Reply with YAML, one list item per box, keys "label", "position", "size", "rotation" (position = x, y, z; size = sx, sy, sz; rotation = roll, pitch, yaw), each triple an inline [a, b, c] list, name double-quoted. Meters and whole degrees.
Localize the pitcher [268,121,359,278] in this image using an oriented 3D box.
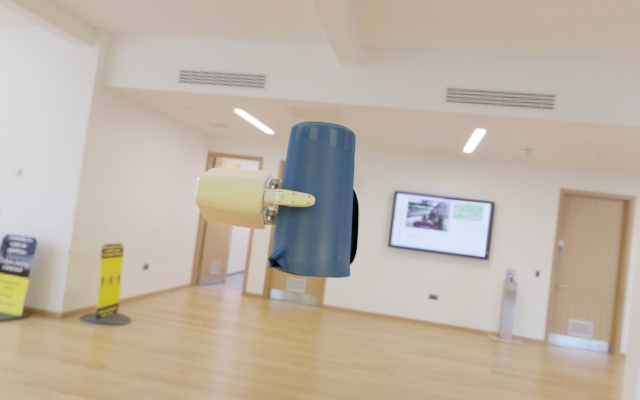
- label: "pitcher"
  position: [0.000, 0.003, 0.783]
  size: [0.145, 0.243, 0.149]
  rotation: [6, -3, 0]
